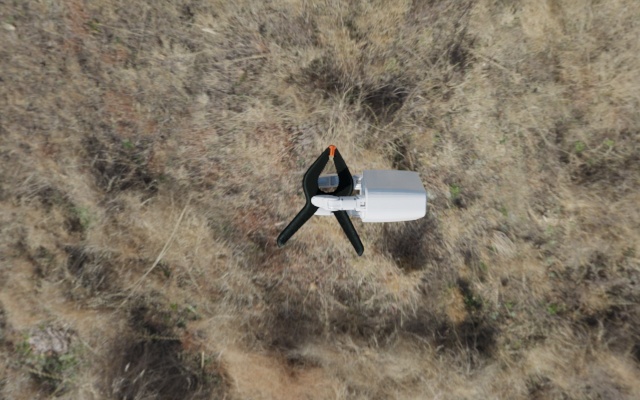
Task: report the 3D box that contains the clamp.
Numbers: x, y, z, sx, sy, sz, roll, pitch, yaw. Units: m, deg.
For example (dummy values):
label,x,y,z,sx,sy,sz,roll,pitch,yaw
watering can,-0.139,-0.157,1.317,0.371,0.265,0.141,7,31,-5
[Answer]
label,x,y,z,sx,sy,sz,roll,pitch,yaw
clamp,0.000,0.002,0.882,0.164,0.210,0.036,0,11,-2
